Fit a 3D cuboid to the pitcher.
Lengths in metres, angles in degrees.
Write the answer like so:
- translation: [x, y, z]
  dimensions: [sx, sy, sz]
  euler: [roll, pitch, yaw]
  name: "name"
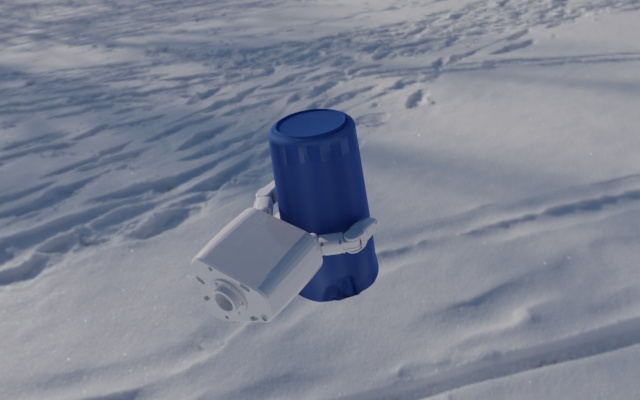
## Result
- translation: [0.000, 0.002, 0.651]
  dimensions: [0.149, 0.243, 0.145]
  euler: [11, 36, 29]
  name: "pitcher"
